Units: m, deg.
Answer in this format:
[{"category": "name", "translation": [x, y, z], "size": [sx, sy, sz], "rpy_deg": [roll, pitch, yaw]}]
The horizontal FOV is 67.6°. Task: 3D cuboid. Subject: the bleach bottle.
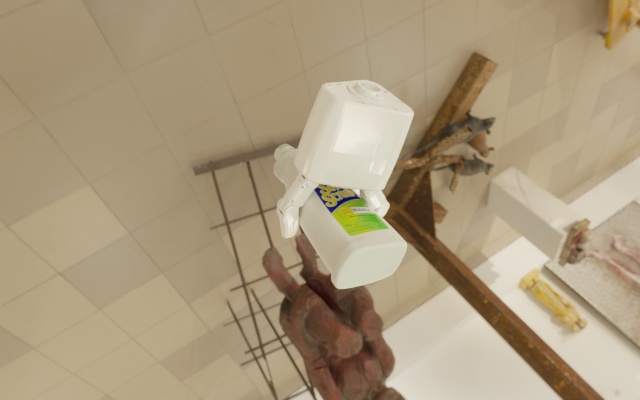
[{"category": "bleach bottle", "translation": [0.000, 0.002, 0.632], "size": [0.102, 0.068, 0.250], "rpy_deg": [-6, 40, -36]}]
